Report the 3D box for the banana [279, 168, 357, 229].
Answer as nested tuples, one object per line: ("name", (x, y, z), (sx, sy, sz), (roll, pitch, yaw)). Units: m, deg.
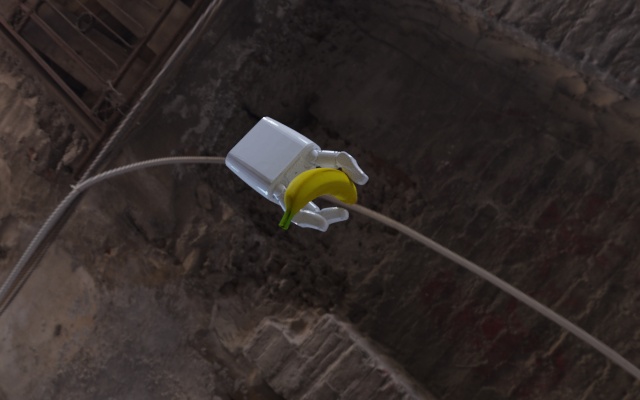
("banana", (0.004, -0.014, 0.673), (0.037, 0.070, 0.198), (29, 23, 26))
